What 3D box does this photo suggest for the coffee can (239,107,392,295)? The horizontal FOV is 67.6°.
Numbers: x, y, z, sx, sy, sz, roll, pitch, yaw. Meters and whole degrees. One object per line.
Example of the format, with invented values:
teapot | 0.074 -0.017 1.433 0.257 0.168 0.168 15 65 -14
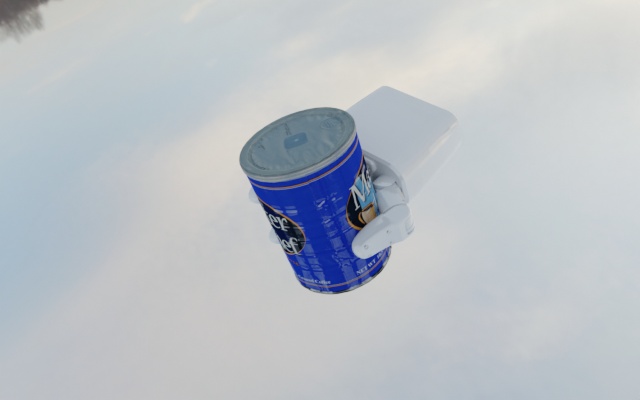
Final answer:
coffee can | 0.000 0.001 0.438 0.103 0.140 0.102 -14 36 10
